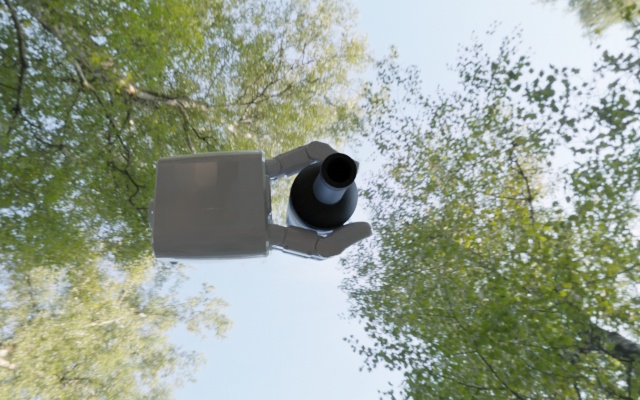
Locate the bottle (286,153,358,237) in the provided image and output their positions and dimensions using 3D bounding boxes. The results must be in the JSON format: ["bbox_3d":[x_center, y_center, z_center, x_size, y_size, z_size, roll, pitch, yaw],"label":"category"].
[{"bbox_3d":[0.000,0.002,0.498,0.069,0.069,0.296,0,-9,-6],"label":"bottle"}]
